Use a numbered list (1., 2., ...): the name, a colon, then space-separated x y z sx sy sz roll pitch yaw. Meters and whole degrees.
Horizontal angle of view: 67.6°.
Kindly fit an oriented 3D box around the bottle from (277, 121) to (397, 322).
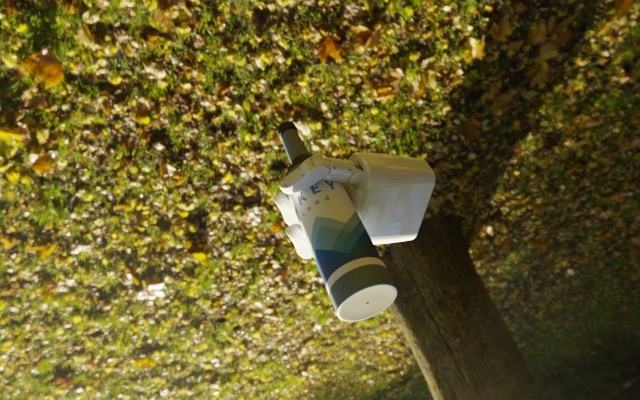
1. bottle: 0.000 0.002 0.578 0.069 0.295 0.069 -14 -41 -13
